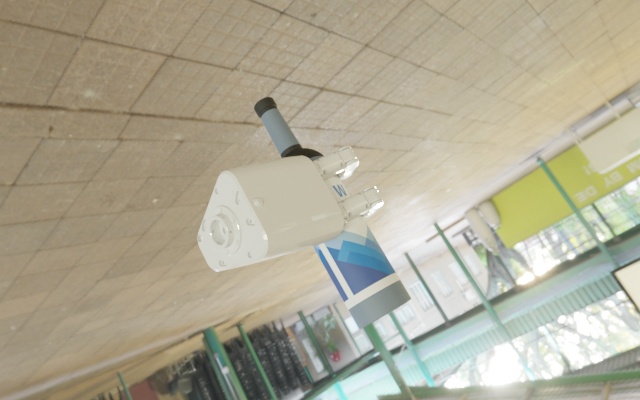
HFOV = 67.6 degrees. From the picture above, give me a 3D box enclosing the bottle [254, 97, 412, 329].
[{"bbox_3d":[0.000,0.002,0.560,0.069,0.295,0.069,-28,-15,-8],"label":"bottle"}]
